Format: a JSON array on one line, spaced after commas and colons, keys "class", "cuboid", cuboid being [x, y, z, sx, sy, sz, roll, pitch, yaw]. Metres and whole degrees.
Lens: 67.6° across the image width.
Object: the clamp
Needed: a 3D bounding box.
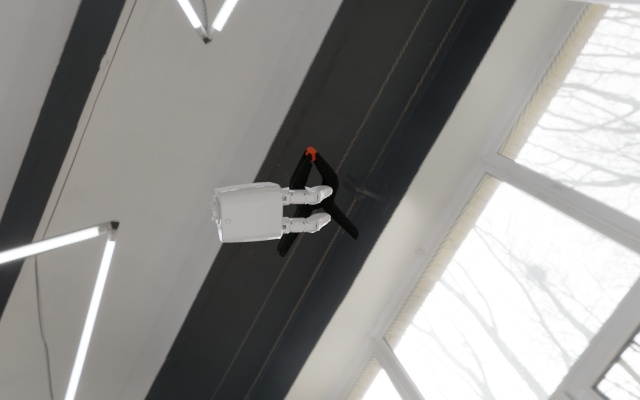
[{"class": "clamp", "cuboid": [0.000, 0.002, 0.895, 0.164, 0.210, 0.036, -6, 24, -19]}]
